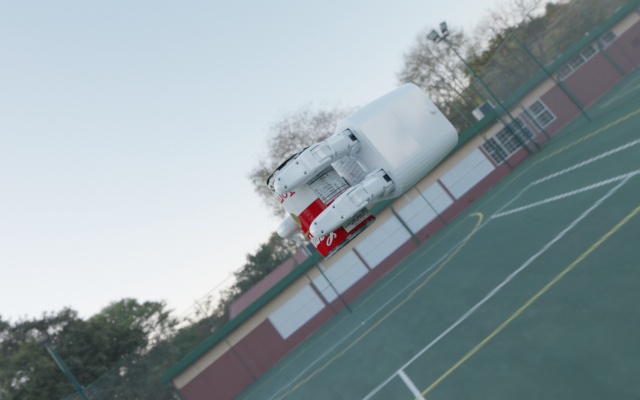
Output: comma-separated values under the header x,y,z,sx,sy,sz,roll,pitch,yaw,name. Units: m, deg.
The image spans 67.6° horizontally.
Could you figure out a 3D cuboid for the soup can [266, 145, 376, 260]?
x,y,z,sx,sy,sz,roll,pitch,yaw,name
-0.001,0.002,0.497,0.068,0.102,0.068,-38,-7,-5,soup can
